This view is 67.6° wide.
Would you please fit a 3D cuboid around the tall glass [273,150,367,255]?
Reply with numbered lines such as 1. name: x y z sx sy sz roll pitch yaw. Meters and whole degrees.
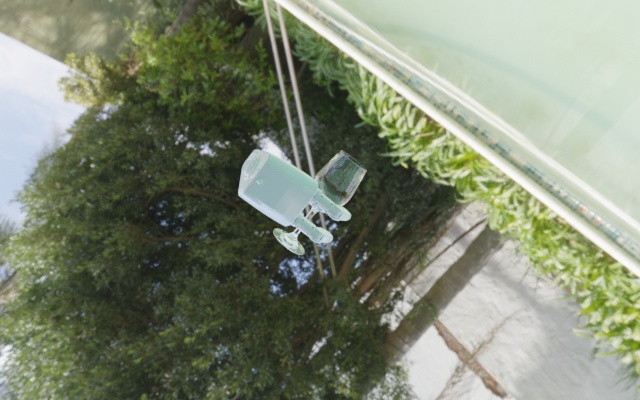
1. tall glass: 0.000 0.003 0.893 0.079 0.201 0.079 37 12 -9
